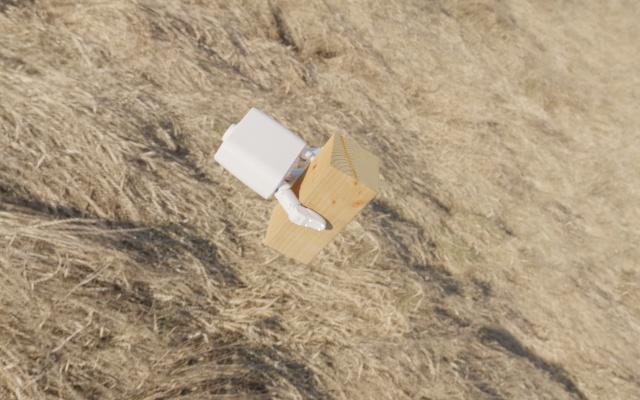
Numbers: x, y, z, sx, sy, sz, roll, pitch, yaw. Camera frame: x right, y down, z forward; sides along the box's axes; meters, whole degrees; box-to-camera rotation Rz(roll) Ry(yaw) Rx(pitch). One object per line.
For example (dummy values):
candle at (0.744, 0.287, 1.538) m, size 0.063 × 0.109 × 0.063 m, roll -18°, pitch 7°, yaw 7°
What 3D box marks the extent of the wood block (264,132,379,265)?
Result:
wood block at (0.000, 0.003, 0.788) m, size 0.090 × 0.090 × 0.206 m, roll 29°, pitch -52°, yaw -16°
